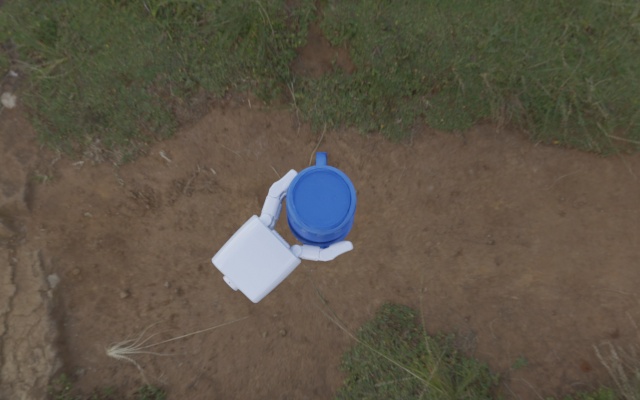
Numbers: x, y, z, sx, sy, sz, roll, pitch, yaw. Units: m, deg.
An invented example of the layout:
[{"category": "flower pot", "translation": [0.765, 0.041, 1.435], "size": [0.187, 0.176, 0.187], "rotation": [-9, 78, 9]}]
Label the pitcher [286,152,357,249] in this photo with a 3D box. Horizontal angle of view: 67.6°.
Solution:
[{"category": "pitcher", "translation": [0.000, 0.003, 0.837], "size": [0.145, 0.149, 0.243], "rotation": [-42, -5, -6]}]
